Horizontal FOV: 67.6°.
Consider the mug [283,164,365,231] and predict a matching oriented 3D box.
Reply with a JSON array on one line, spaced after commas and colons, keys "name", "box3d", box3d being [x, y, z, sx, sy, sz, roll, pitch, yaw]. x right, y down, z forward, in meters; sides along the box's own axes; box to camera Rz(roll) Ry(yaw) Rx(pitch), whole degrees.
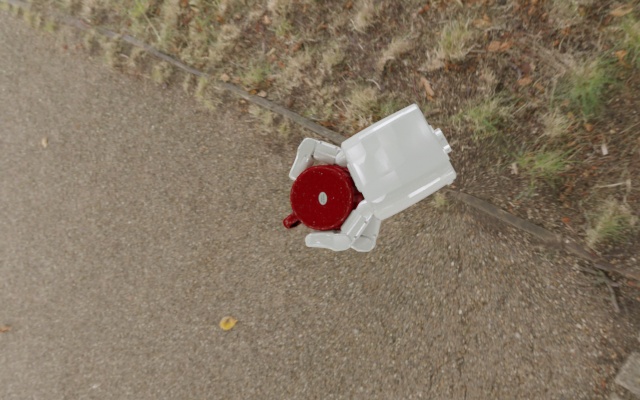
[{"name": "mug", "box3d": [-0.001, 0.003, 0.624, 0.117, 0.093, 0.081, -30, -7, 14]}]
